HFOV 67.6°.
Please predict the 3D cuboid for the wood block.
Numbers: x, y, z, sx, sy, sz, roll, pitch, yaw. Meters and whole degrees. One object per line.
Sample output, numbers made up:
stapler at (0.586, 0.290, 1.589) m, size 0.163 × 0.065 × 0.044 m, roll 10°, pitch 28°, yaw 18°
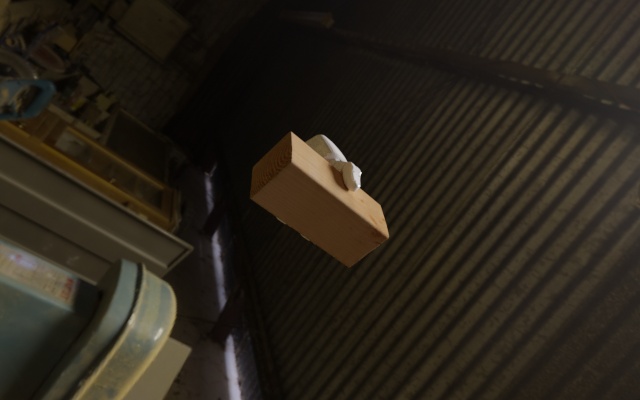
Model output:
wood block at (0.000, 0.002, 0.743) m, size 0.206 × 0.091 × 0.090 m, roll 37°, pitch 26°, yaw -27°
